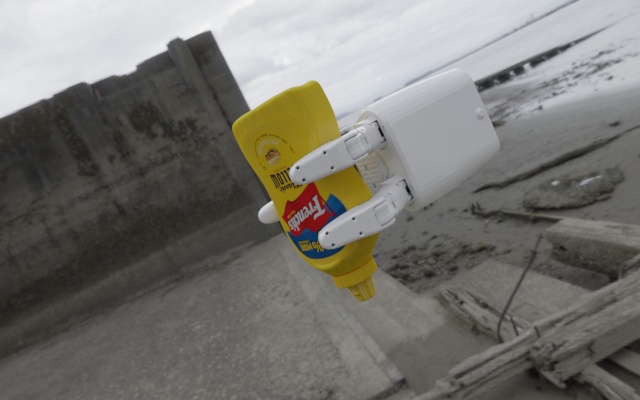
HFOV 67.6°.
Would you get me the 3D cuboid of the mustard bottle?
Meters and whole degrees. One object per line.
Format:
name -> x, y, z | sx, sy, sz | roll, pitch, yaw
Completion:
mustard bottle -> 0.000, 0.001, 0.416 | 0.096, 0.191, 0.058 | -19, 10, 43
